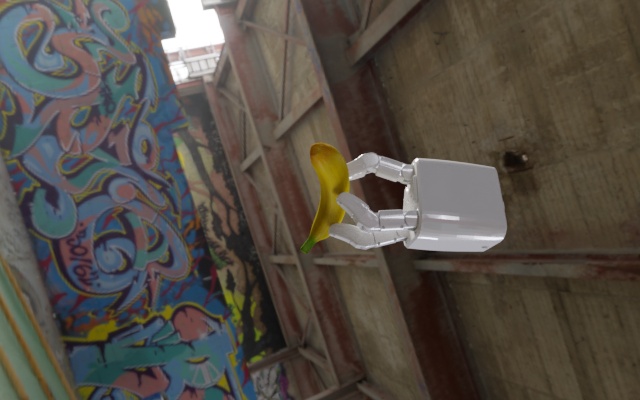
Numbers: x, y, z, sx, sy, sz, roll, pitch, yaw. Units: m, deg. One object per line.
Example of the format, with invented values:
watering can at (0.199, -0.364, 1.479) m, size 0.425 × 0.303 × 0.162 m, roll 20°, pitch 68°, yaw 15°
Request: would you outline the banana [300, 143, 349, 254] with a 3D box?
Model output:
banana at (0.010, -0.007, 0.597) m, size 0.037 × 0.198 × 0.069 m, roll 27°, pitch 52°, yaw 19°
